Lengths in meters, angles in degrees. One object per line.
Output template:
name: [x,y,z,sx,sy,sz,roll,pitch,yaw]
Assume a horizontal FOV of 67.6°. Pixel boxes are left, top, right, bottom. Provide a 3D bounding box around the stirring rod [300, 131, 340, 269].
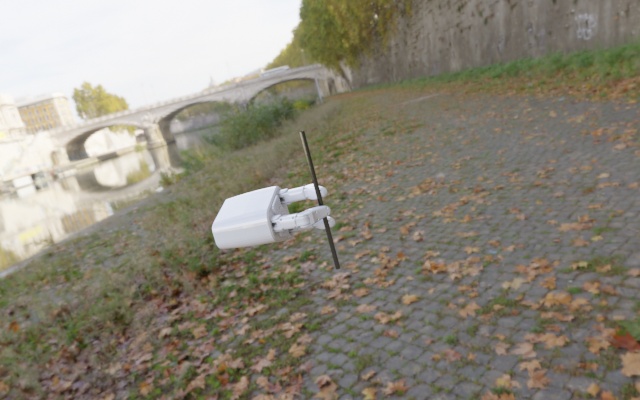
stirring rod: [0.000,0.003,0.792,0.011,0.239,0.011,-14,12,3]
